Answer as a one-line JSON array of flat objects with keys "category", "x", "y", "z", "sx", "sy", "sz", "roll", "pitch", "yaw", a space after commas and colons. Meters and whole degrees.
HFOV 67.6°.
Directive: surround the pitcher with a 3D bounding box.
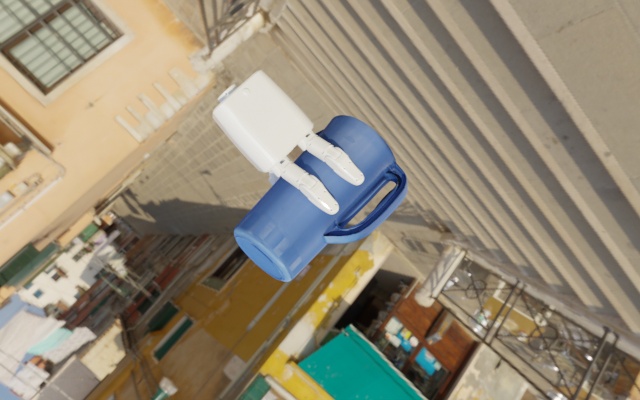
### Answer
[{"category": "pitcher", "x": 0.000, "y": 0.002, "z": 0.696, "sx": 0.242, "sy": 0.145, "sz": 0.149, "roll": -47, "pitch": 14, "yaw": -21}]
